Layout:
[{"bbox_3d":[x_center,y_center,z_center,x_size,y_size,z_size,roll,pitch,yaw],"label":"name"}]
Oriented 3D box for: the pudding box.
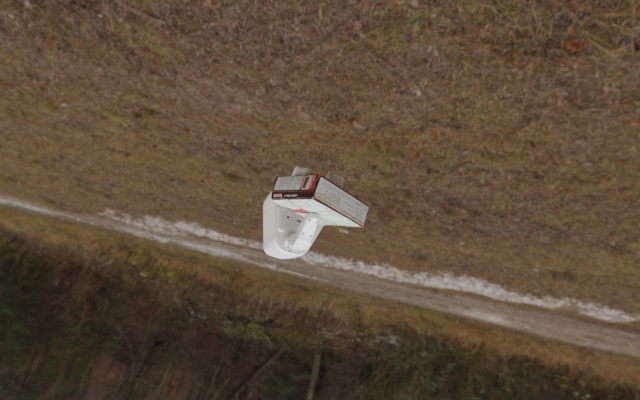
[{"bbox_3d":[0.000,0.002,0.676,0.090,0.039,0.113,-1,-22,45],"label":"pudding box"}]
